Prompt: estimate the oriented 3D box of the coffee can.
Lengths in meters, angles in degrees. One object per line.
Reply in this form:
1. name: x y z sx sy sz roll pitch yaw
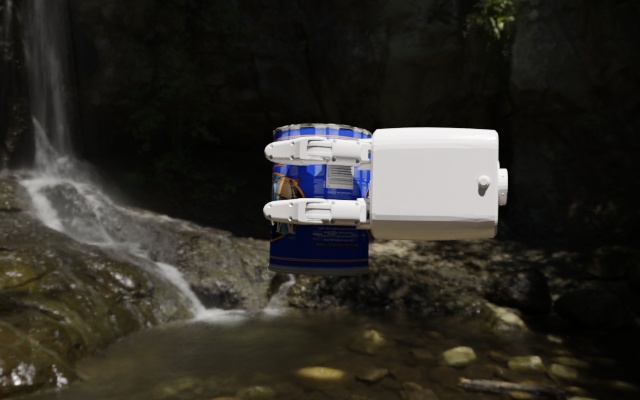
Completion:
1. coffee can: 0.000 0.002 0.488 0.103 0.140 0.103 2 -3 0
